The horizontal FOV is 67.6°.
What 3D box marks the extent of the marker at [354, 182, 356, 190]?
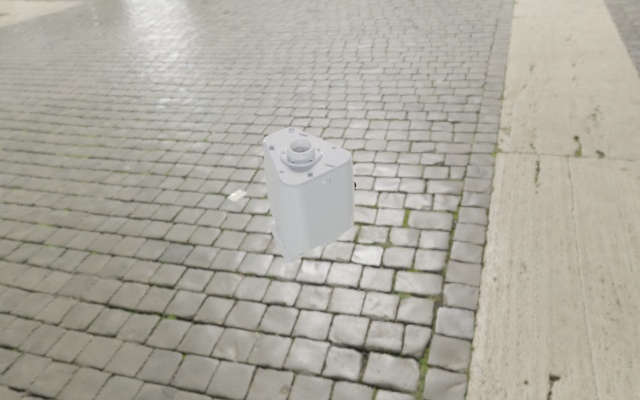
[{"bbox_3d":[0.000,0.002,0.655,0.121,0.020,0.020,-28,12,-24],"label":"marker"}]
